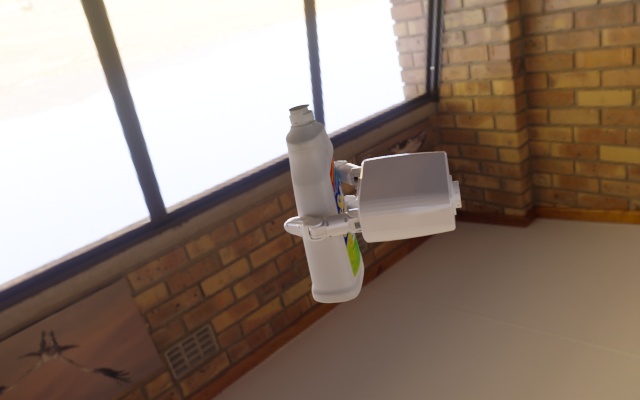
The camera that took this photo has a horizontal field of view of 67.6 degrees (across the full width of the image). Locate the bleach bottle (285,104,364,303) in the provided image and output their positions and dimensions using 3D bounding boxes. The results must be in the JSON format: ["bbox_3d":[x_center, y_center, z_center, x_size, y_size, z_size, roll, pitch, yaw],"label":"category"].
[{"bbox_3d":[0.000,0.002,0.624,0.068,0.251,0.102,-8,23,15],"label":"bleach bottle"}]
